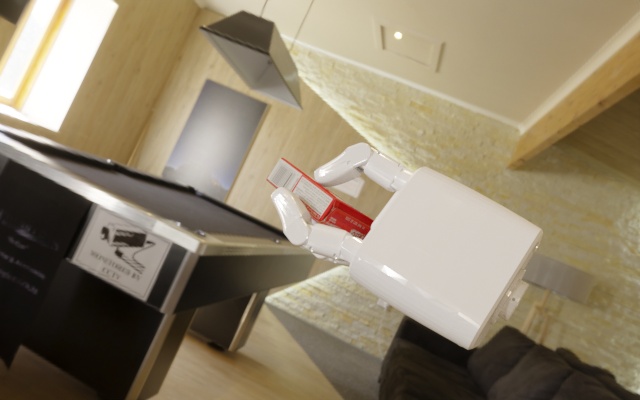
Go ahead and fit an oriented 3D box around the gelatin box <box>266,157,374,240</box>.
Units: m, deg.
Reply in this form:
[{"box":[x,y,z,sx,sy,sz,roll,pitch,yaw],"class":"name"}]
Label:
[{"box":[0.000,0.001,0.461,0.089,0.030,0.073,38,5,39],"class":"gelatin box"}]
